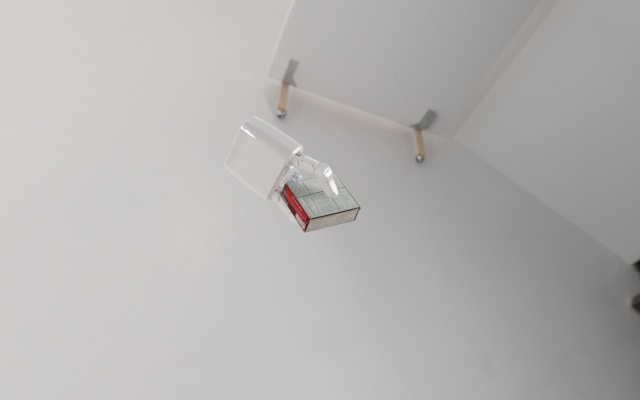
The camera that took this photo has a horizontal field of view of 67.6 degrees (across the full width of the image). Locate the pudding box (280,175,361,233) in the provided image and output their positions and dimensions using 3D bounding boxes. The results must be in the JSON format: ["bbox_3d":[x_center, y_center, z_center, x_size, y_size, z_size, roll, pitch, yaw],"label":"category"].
[{"bbox_3d":[0.000,0.003,0.832,0.113,0.090,0.039,-13,-36,-32],"label":"pudding box"}]
